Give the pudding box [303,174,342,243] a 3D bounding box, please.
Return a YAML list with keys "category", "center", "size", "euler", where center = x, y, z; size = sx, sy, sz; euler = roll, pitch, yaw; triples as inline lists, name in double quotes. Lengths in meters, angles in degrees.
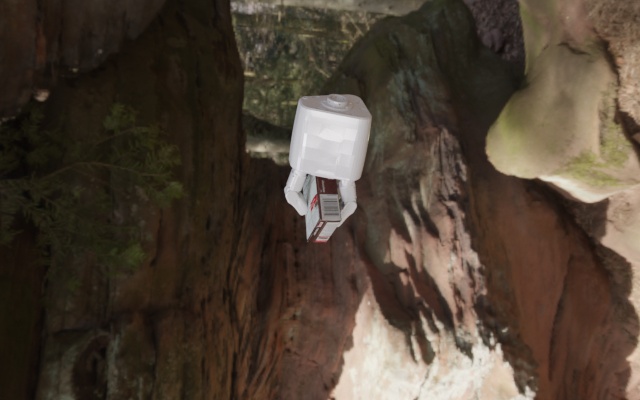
- category: "pudding box"
  center: [0.000, 0.003, 0.797]
  size: [0.039, 0.113, 0.090]
  euler: [3, -28, -14]
